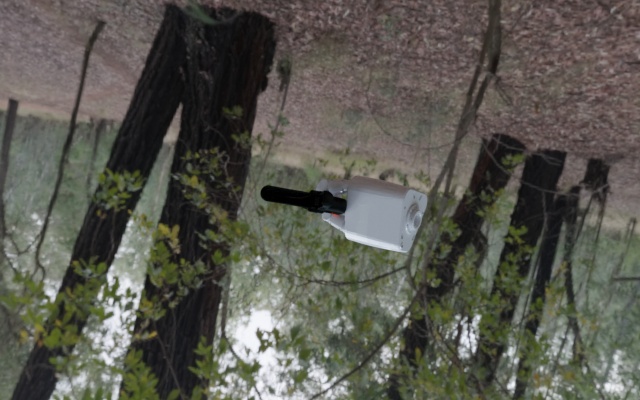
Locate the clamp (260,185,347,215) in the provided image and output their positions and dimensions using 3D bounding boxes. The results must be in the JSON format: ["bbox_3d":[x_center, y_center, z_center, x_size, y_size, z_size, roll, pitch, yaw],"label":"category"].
[{"bbox_3d":[0.000,0.003,0.764,0.120,0.039,0.171,12,2,36],"label":"clamp"}]
